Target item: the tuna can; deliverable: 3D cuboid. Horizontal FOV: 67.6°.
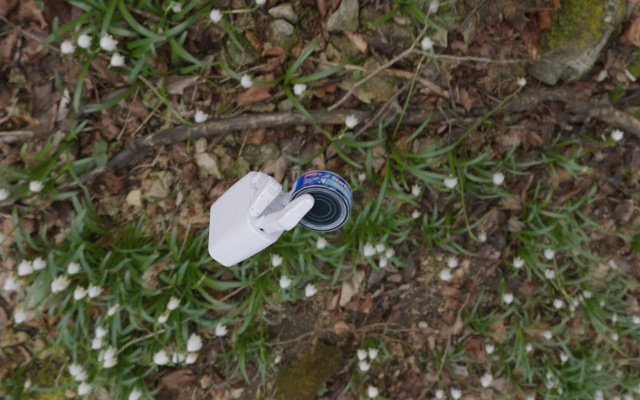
[{"bbox_3d":[0.000,0.002,0.655,0.086,0.086,0.033,0,39,10],"label":"tuna can"}]
